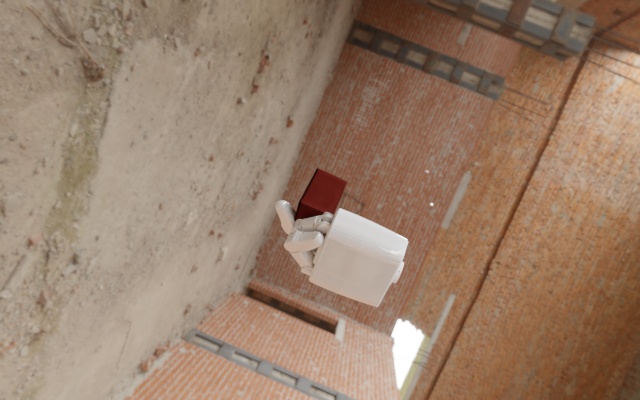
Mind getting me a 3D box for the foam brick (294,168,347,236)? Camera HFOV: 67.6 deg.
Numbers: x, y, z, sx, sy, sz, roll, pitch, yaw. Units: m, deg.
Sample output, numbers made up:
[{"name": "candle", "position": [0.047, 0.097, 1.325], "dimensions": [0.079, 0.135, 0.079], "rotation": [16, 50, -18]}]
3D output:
[{"name": "foam brick", "position": [0.000, 0.002, 0.713], "dimensions": [0.051, 0.078, 0.053], "rotation": [22, -40, 4]}]
